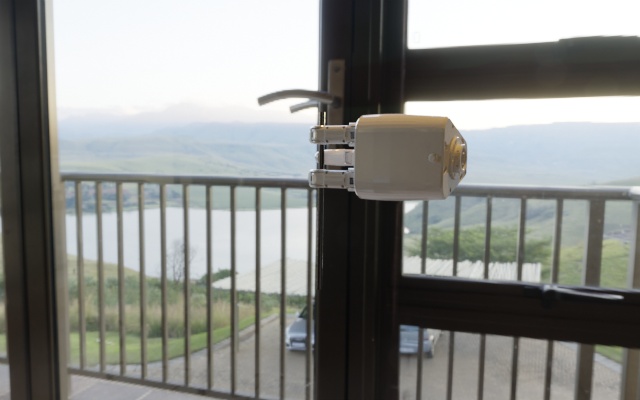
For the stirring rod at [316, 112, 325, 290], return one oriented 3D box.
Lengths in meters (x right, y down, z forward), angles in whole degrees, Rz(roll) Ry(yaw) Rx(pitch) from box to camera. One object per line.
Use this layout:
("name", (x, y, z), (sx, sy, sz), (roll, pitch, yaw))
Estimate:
("stirring rod", (0.000, 0.002, 0.647), (0.011, 0.239, 0.011), (1, 5, 0))
